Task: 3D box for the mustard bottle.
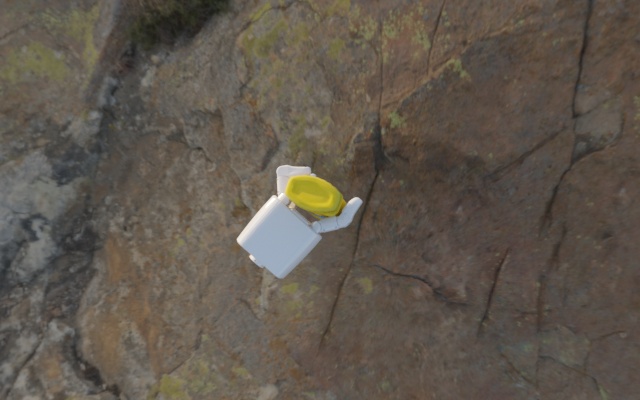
[{"bbox_3d":[0.000,0.003,0.883,0.096,0.058,0.192,17,-6,11],"label":"mustard bottle"}]
